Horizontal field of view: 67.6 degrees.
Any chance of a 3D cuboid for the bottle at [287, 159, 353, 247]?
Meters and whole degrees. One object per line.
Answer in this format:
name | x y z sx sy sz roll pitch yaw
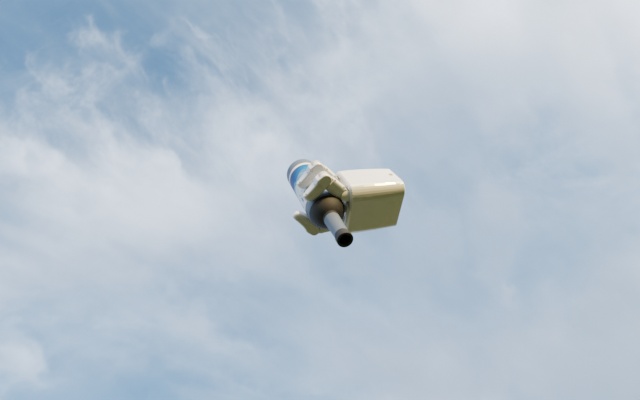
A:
bottle | 0.000 0.003 0.879 0.069 0.069 0.295 0 24 -17
